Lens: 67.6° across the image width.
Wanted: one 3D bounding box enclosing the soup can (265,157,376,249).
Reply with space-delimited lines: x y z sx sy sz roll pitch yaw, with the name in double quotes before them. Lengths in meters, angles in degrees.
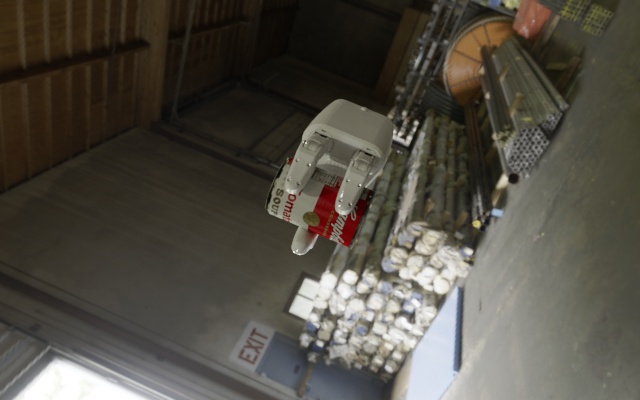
"soup can" 0.000 0.002 0.517 0.102 0.068 0.068 23 2 4
